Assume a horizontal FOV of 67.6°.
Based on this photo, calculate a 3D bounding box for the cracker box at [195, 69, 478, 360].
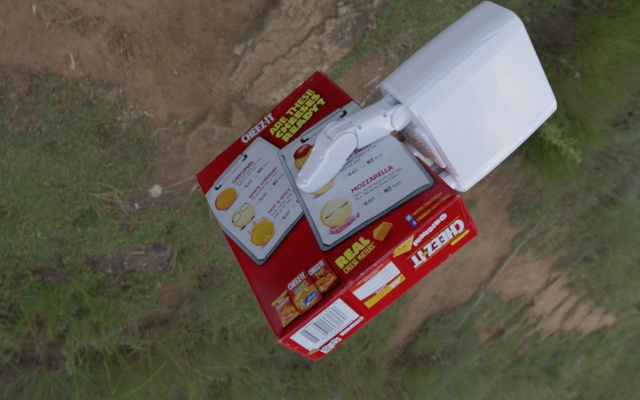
[{"bbox_3d":[0.000,0.001,0.418,0.072,0.164,0.213,48,3,-47],"label":"cracker box"}]
